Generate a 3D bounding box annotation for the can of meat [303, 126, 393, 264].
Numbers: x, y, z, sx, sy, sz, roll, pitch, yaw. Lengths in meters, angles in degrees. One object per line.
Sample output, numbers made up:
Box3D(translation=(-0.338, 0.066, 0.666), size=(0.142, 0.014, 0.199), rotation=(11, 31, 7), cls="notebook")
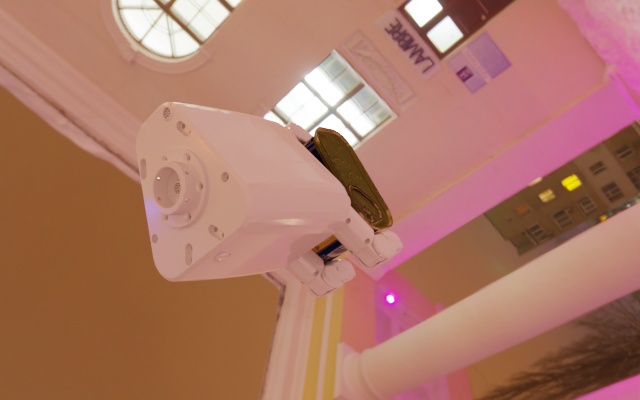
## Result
Box3D(translation=(0.000, 0.001, 0.422), size=(0.084, 0.102, 0.057), rotation=(-36, -15, 26), cls="can of meat")
